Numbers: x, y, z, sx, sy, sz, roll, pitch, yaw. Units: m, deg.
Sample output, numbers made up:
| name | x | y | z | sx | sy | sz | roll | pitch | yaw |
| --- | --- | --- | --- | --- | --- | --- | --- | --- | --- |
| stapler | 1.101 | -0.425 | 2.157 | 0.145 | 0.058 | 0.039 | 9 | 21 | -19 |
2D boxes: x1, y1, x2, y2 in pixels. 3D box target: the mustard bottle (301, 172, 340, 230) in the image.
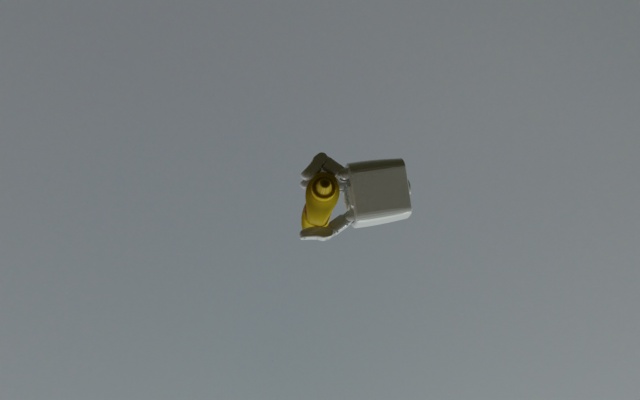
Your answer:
| name | x | y | z | sx | sy | sz | roll | pitch | yaw |
| --- | --- | --- | --- | --- | --- | --- | --- | --- | --- |
| mustard bottle | 0.000 | 0.003 | 0.858 | 0.058 | 0.096 | 0.192 | 15 | -19 | 0 |
